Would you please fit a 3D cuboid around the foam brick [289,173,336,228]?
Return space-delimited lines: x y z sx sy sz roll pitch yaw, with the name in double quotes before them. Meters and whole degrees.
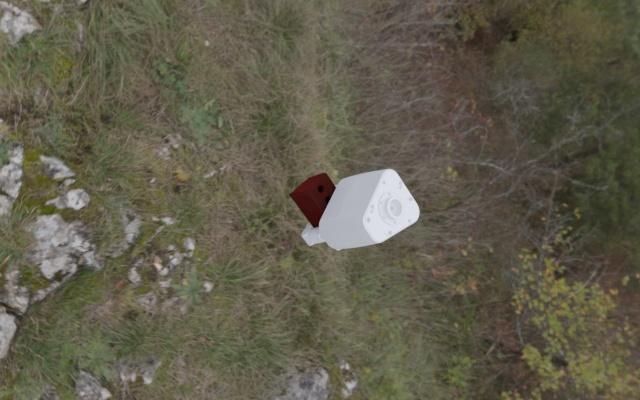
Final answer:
"foam brick" 0.000 0.002 0.772 0.053 0.078 0.051 -45 18 -31
